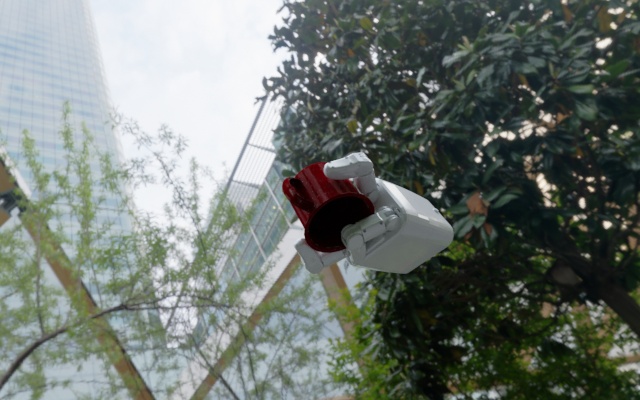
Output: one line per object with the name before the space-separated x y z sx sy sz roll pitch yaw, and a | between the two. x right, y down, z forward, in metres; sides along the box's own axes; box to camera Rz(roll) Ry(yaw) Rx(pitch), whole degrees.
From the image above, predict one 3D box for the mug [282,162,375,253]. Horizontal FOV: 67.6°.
mug | -0.001 0.002 0.597 0.117 0.093 0.081 19 26 -37
